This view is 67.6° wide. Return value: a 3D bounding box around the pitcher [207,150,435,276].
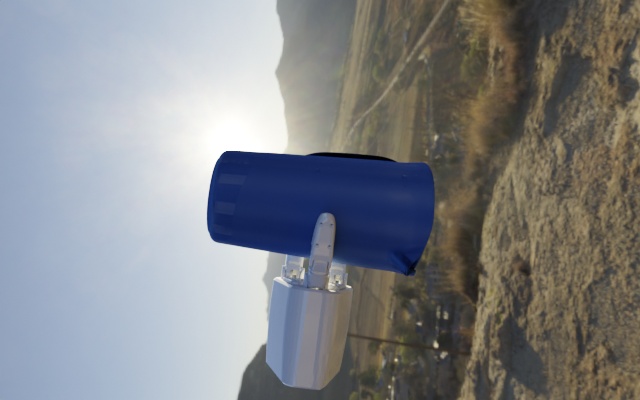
[{"bbox_3d":[0.000,0.002,0.560,0.243,0.145,0.149,7,-3,-3],"label":"pitcher"}]
